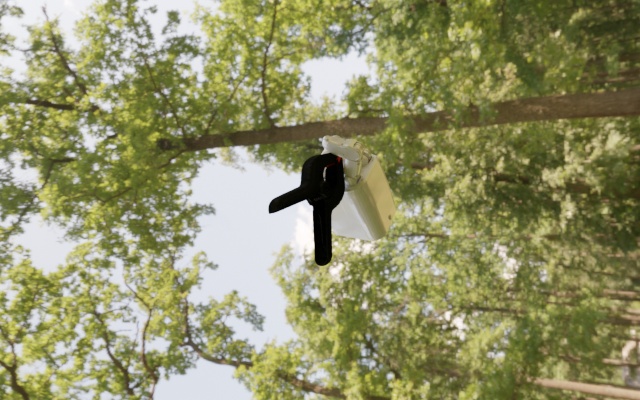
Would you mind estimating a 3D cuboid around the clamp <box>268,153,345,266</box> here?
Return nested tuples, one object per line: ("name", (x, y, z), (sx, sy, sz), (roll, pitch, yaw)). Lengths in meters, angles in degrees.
("clamp", (0.000, 0.002, 0.656), (0.039, 0.120, 0.171), (-7, 34, 36))
